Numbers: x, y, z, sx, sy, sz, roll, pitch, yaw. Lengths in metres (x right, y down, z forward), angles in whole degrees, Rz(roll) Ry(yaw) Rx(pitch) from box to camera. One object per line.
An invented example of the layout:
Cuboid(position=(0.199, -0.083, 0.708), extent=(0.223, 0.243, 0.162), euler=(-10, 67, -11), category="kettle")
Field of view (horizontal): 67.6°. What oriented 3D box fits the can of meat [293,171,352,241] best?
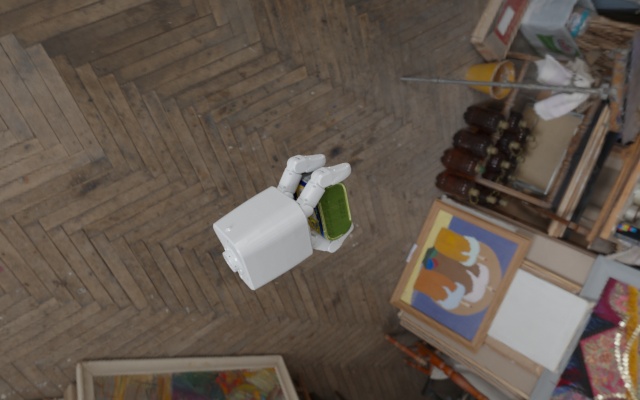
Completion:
Cuboid(position=(0.000, 0.003, 0.736), extent=(0.057, 0.102, 0.084), euler=(-28, 35, -23), category="can of meat")
